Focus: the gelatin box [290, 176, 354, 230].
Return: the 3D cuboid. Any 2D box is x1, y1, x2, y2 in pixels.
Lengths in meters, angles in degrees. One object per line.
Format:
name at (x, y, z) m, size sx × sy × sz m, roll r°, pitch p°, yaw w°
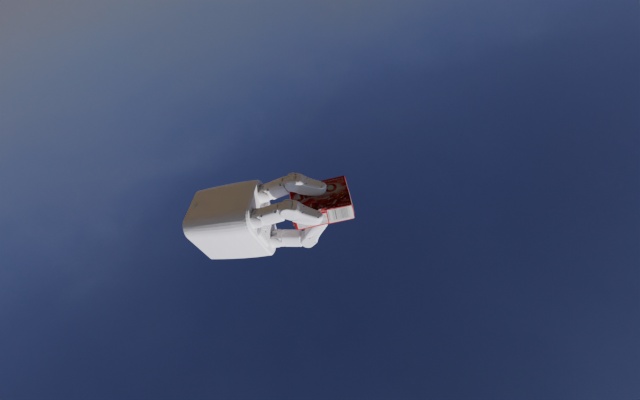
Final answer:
gelatin box at (0.001, 0.003, 0.708) m, size 0.089 × 0.030 × 0.073 m, roll -12°, pitch 38°, yaw 1°
